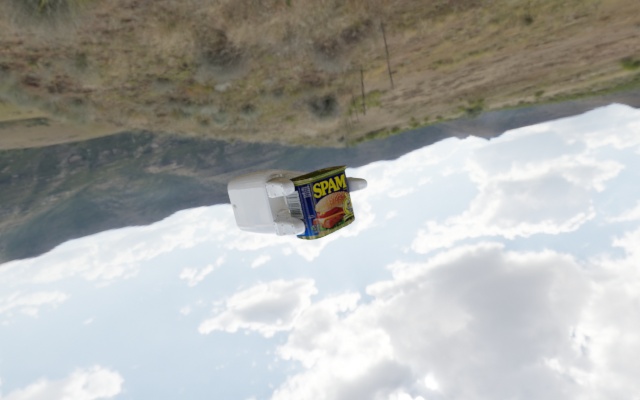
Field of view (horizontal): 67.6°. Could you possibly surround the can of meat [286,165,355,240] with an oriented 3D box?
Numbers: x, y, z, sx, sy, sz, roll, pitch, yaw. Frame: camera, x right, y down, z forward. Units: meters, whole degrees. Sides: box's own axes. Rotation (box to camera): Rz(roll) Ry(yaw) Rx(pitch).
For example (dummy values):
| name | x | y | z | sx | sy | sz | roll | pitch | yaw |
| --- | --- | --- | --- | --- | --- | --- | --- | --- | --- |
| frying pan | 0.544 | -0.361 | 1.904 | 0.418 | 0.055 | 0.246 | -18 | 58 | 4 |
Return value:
| name | x | y | z | sx | sy | sz | roll | pitch | yaw |
| --- | --- | --- | --- | --- | --- | --- | --- | --- | --- |
| can of meat | 0.000 | 0.003 | 0.679 | 0.057 | 0.084 | 0.102 | -4 | 12 | 43 |
